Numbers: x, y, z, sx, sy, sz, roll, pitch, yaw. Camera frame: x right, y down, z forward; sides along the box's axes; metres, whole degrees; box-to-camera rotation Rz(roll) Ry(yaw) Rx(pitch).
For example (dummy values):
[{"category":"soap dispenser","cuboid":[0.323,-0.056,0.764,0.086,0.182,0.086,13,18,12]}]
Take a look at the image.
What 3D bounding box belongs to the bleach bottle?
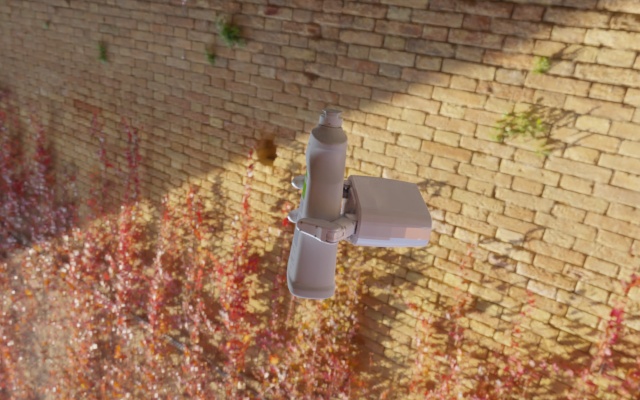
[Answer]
[{"category":"bleach bottle","cuboid":[0.000,0.002,0.659,0.068,0.251,0.102,5,20,-9]}]
